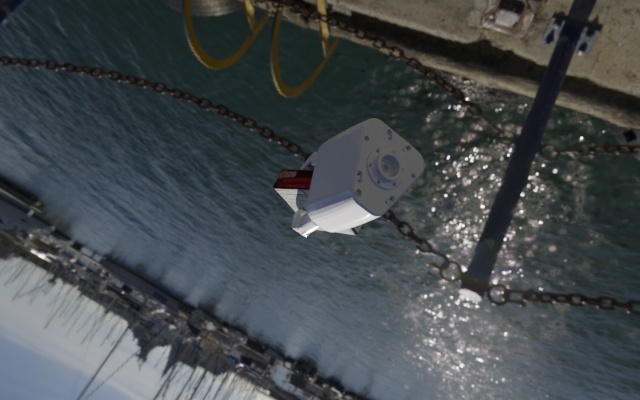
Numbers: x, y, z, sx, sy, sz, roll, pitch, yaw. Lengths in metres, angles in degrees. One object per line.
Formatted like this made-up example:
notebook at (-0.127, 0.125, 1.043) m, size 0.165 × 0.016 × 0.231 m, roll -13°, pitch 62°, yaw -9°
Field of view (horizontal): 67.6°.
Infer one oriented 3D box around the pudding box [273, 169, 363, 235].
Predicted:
pudding box at (0.000, 0.002, 0.674) m, size 0.090 × 0.039 × 0.114 m, roll 5°, pitch -34°, yaw 38°
